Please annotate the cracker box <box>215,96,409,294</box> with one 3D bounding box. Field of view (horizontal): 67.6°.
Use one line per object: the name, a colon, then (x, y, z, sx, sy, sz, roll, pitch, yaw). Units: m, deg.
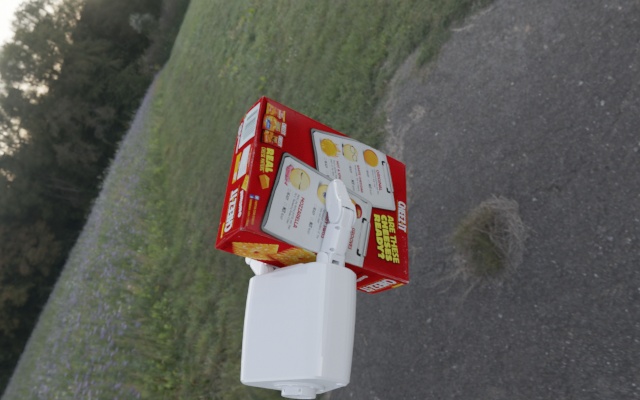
cracker box: (0.000, 0.002, 0.549, 0.214, 0.164, 0.072, 21, -33, -29)
